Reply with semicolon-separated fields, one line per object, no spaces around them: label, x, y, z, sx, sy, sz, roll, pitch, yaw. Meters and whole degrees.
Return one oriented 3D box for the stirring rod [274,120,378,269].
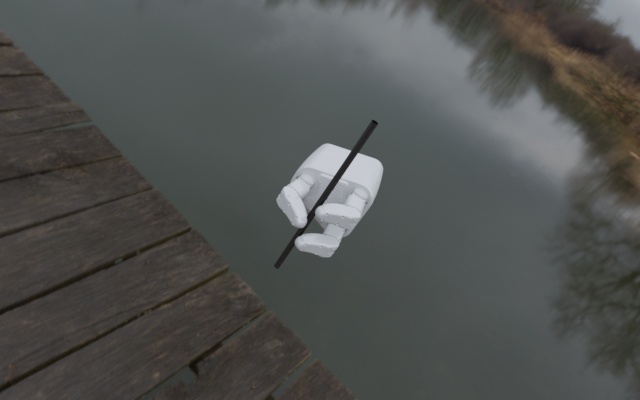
stirring rod;0.000;0.002;0.571;0.011;0.240;0.011;24;32;-16
